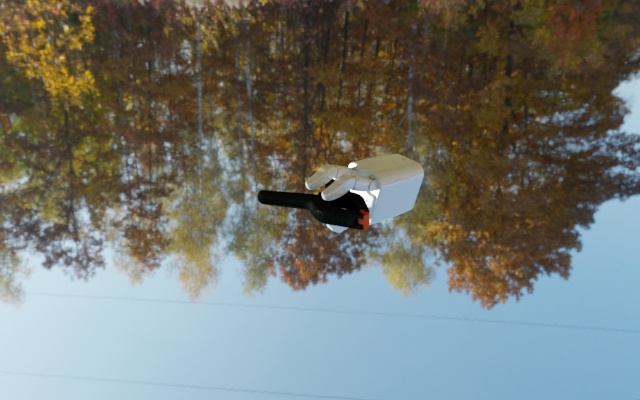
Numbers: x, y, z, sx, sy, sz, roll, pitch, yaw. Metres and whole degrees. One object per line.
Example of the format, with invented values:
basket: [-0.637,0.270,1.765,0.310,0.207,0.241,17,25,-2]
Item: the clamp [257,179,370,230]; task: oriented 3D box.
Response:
clamp: [0.001,0.004,0.818,0.164,0.036,0.210,-18,30,-27]
